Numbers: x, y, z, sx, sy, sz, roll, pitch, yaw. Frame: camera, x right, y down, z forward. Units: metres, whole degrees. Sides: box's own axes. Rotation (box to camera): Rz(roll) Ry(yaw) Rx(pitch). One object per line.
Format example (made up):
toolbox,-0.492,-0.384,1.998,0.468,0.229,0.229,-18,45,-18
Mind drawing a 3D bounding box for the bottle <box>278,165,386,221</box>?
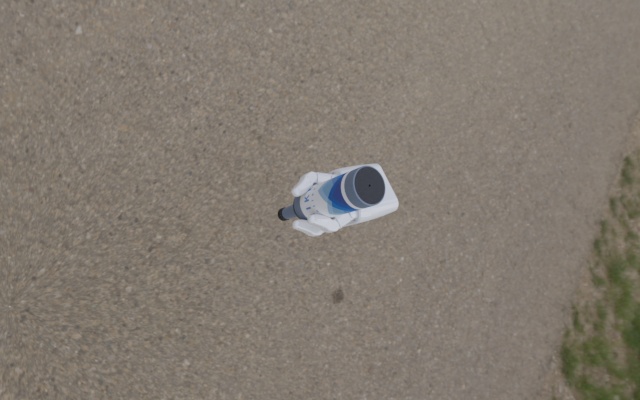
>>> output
bottle,0.000,0.003,0.884,0.069,0.069,0.296,0,-11,-33
